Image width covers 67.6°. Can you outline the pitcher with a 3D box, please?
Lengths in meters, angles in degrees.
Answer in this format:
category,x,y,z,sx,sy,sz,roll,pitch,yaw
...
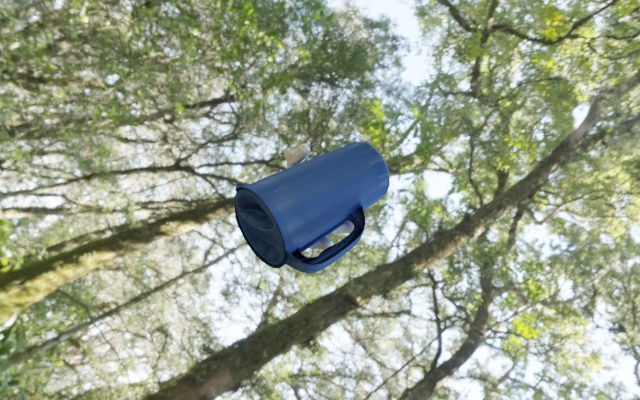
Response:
category,x,y,z,sx,sy,sz,roll,pitch,yaw
pitcher,0.000,0.002,0.755,0.242,0.149,0.145,-28,15,-31
